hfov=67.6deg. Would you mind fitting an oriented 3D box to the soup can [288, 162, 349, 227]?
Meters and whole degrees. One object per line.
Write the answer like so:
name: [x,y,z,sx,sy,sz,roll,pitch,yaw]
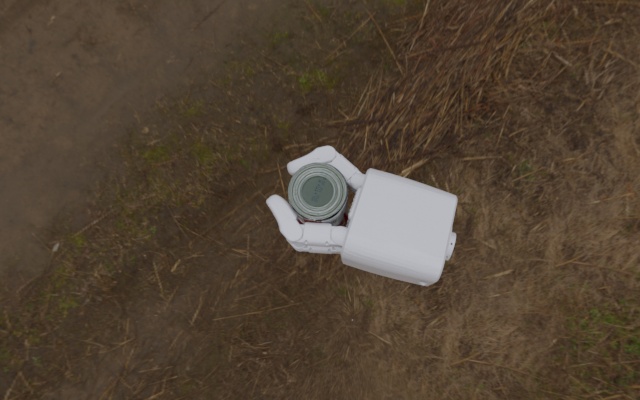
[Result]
soup can: [0.000,0.002,0.564,0.068,0.068,0.102,0,-14,4]
